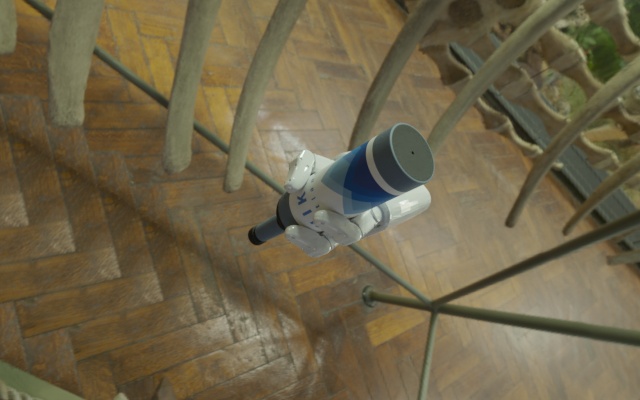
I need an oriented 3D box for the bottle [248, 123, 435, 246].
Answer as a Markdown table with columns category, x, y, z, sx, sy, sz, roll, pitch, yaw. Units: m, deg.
| category | x | y | z | sx | sy | sz | roll | pitch | yaw |
| --- | --- | --- | --- | --- | --- | --- | --- | --- | --- |
| bottle | 0.000 | 0.002 | 0.578 | 0.069 | 0.069 | 0.296 | 0 | -20 | -42 |
